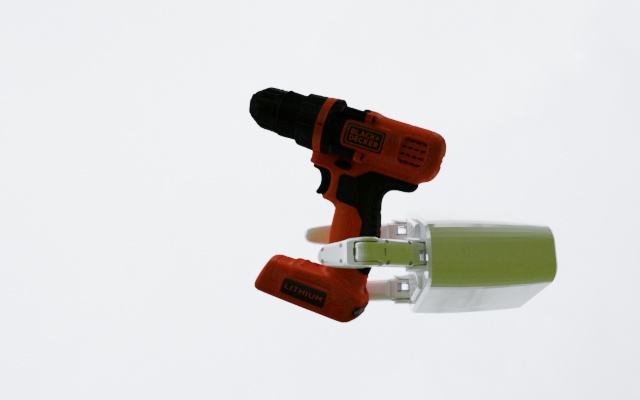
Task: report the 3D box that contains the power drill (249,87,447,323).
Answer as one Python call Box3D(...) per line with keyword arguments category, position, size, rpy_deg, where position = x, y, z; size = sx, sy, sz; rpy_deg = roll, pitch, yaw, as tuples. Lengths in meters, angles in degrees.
Box3D(category="power drill", position=(0.000, 0.002, 0.436), size=(0.184, 0.188, 0.057), rpy_deg=(19, 11, 16))
